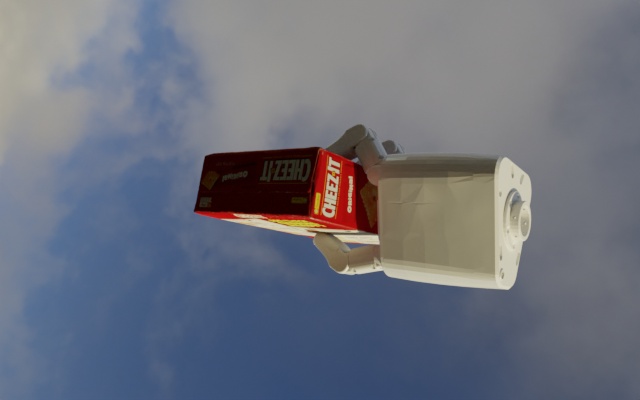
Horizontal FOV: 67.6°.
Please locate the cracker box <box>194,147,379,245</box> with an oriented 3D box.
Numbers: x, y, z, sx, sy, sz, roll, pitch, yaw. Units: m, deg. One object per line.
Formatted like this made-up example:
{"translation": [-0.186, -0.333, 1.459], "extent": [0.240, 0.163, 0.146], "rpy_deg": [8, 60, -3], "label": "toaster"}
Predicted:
{"translation": [0.000, 0.002, 0.527], "extent": [0.164, 0.072, 0.214], "rpy_deg": [0, -11, 39], "label": "cracker box"}
